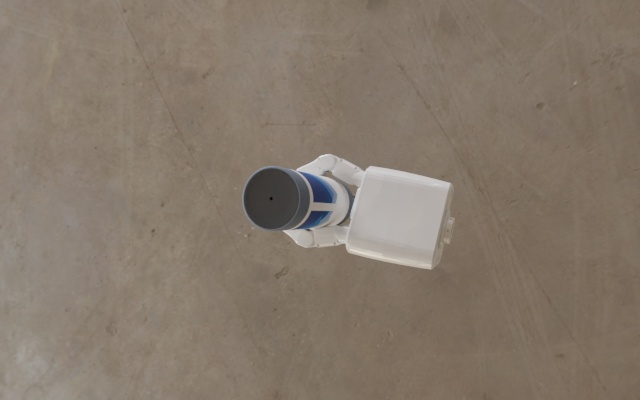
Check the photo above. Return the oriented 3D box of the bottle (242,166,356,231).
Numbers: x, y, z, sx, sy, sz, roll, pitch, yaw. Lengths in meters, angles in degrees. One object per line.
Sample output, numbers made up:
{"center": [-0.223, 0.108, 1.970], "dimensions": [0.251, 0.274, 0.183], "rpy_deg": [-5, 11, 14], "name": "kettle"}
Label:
{"center": [0.000, 0.002, 0.620], "dimensions": [0.069, 0.069, 0.296], "rpy_deg": [0, -2, 20], "name": "bottle"}
